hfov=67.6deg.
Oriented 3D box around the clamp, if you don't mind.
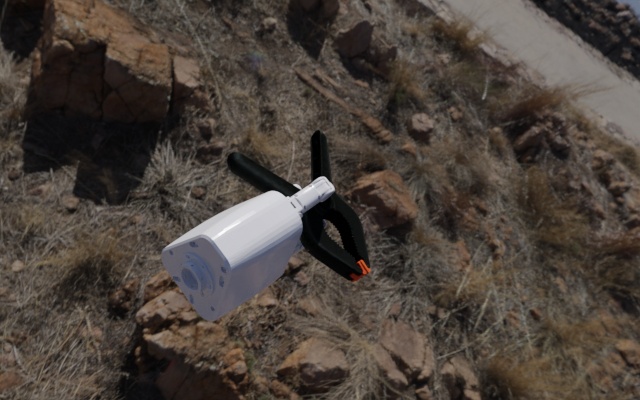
[{"bbox_3d":[0.001,0.002,0.602,0.164,0.210,0.036,-33,-6,-45],"label":"clamp"}]
